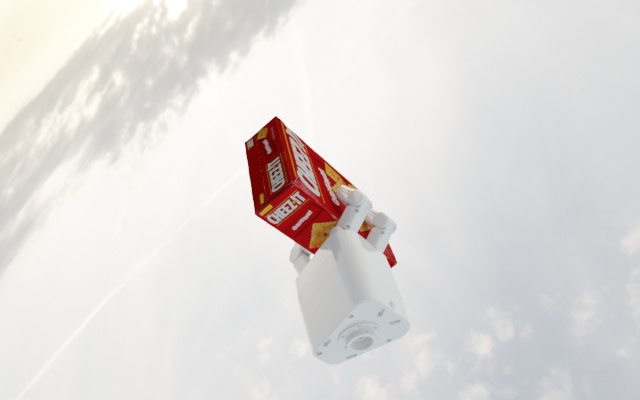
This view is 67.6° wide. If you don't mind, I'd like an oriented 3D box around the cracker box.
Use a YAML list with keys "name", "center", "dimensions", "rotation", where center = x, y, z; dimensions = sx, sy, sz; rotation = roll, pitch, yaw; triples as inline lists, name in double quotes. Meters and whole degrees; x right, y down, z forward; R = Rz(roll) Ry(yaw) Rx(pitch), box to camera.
- name: "cracker box"
  center: [0.000, 0.002, 0.659]
  dimensions: [0.214, 0.072, 0.164]
  rotation: [39, 20, -35]
